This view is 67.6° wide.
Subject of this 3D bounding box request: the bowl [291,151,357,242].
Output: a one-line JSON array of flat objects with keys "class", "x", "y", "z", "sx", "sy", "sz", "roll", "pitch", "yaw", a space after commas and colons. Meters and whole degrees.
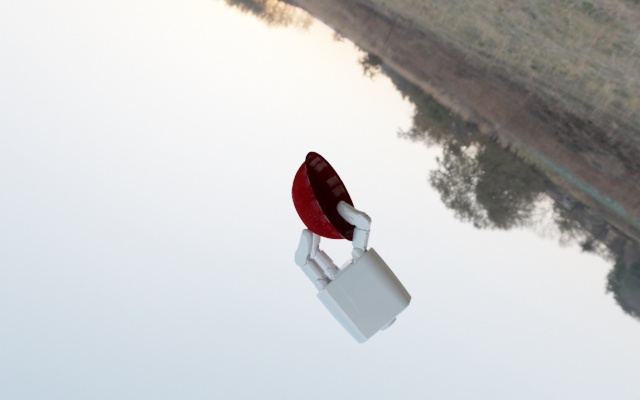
[{"class": "bowl", "x": -0.001, "y": 0.002, "z": 0.777, "sx": 0.055, "sy": 0.162, "sz": 0.162, "roll": -27, "pitch": -10, "yaw": 20}]
